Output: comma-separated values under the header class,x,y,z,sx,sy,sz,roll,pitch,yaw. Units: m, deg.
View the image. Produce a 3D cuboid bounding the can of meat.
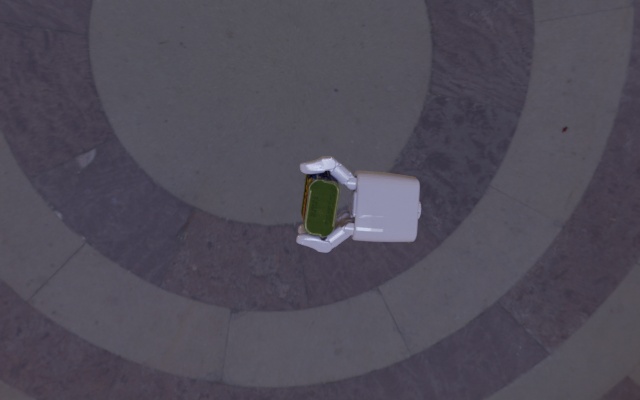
class,x,y,z,sx,sy,sz,roll,pitch,yaw
can of meat,0.000,0.003,0.806,0.057,0.102,0.084,7,15,-5
